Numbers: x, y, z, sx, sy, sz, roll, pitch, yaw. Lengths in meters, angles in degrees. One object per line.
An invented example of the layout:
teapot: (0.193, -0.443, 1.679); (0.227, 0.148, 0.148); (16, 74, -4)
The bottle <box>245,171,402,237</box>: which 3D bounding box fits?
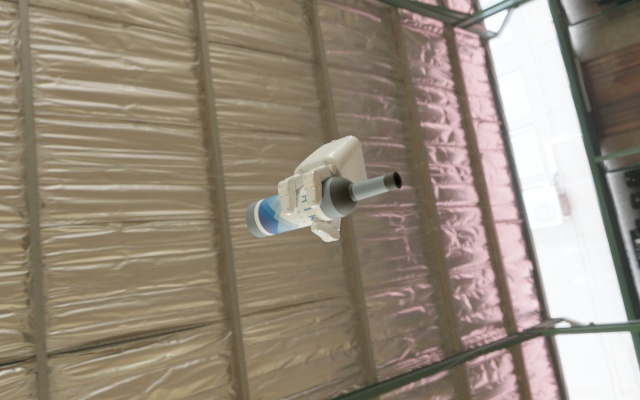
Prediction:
bottle: (0.000, 0.003, 0.798); (0.296, 0.069, 0.069); (-16, -10, 35)
